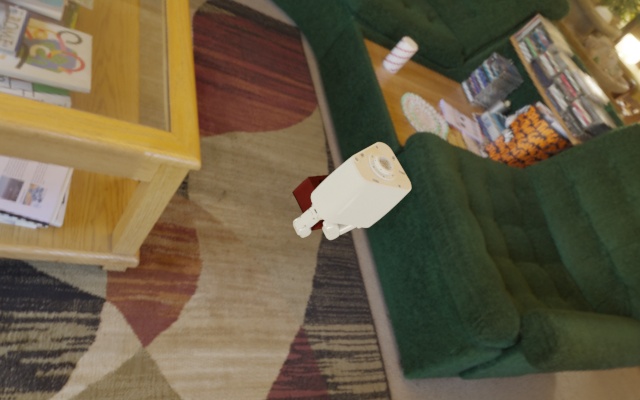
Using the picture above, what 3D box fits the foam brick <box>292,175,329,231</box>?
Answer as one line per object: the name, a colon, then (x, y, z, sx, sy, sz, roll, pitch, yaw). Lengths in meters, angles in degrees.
foam brick: (0.000, 0.002, 0.796, 0.053, 0.078, 0.051, -9, -26, -44)
